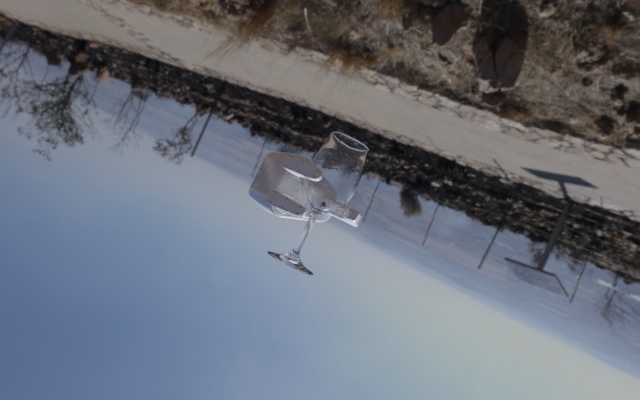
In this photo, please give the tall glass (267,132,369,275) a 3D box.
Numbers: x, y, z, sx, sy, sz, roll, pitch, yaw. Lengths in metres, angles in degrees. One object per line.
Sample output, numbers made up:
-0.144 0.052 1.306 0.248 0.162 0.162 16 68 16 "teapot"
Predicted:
0.000 0.003 0.696 0.079 0.201 0.079 26 -3 1 "tall glass"
